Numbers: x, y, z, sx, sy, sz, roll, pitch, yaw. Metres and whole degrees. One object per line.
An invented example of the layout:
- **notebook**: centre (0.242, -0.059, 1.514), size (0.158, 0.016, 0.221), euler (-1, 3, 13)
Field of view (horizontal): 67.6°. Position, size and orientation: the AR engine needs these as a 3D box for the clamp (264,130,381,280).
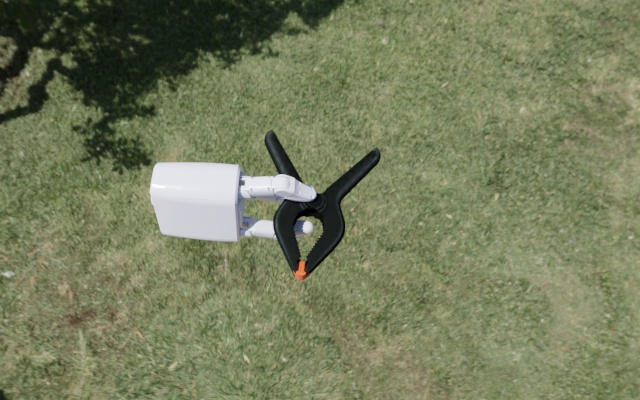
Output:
- **clamp**: centre (0.000, 0.002, 0.638), size (0.164, 0.210, 0.036), euler (3, -24, -2)
